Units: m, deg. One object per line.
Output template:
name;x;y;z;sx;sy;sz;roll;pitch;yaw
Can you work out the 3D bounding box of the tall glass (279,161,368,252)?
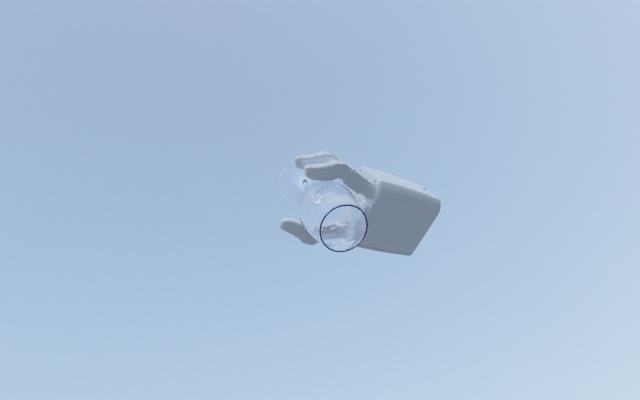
tall glass;0.000;0.002;0.658;0.079;0.079;0.201;0;19;-17
